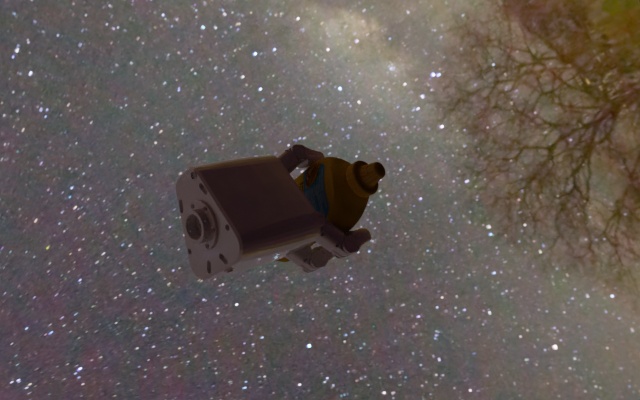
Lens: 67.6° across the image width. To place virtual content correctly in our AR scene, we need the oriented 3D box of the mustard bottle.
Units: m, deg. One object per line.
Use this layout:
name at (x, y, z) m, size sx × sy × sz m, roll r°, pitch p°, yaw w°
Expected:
mustard bottle at (0.000, 0.002, 0.571) m, size 0.058 × 0.096 × 0.192 m, roll 18°, pitch -34°, yaw -38°
